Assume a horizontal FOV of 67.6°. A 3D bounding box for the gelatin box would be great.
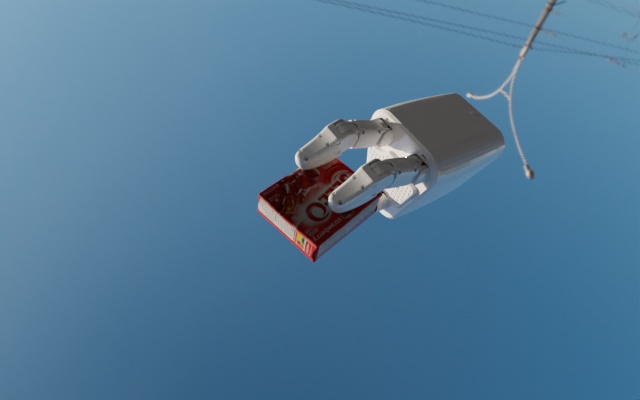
[{"bbox_3d":[0.000,0.002,0.431,0.089,0.073,0.030,-36,-24,-30],"label":"gelatin box"}]
